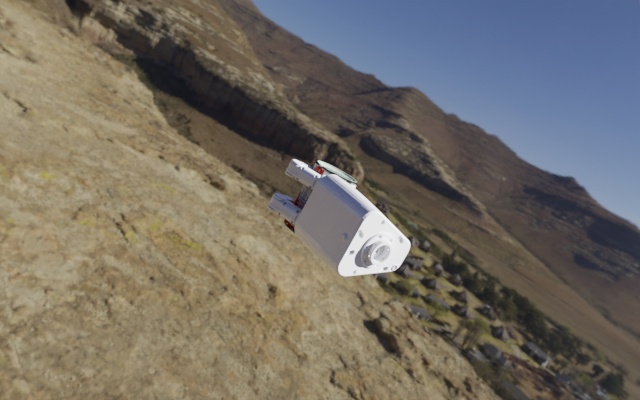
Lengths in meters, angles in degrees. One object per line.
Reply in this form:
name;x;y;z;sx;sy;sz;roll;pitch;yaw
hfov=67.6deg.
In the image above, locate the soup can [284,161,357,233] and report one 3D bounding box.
soup can;0.000;0.002;0.687;0.068;0.102;0.068;27;11;-6
